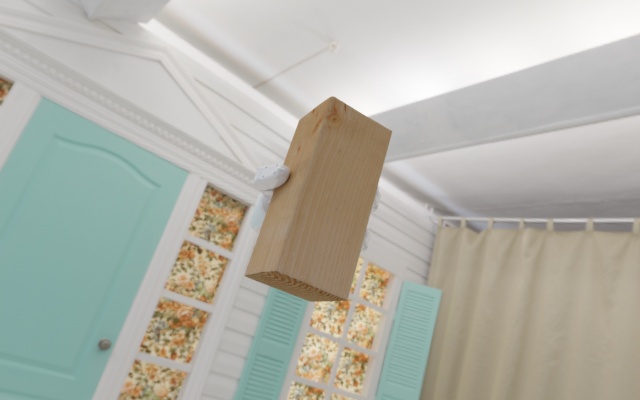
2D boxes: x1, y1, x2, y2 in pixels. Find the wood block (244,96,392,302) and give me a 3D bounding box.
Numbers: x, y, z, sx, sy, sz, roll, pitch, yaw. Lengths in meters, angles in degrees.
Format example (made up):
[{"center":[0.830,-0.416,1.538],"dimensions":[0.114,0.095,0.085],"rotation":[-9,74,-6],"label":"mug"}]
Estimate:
[{"center":[0.000,0.002,0.544],"dimensions":[0.091,0.206,0.090],"rotation":[26,-22,-23],"label":"wood block"}]
